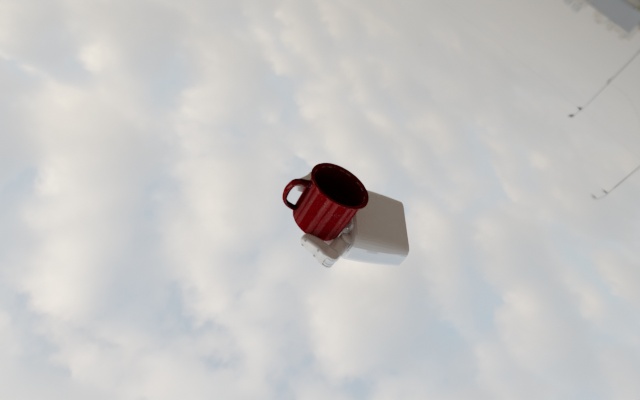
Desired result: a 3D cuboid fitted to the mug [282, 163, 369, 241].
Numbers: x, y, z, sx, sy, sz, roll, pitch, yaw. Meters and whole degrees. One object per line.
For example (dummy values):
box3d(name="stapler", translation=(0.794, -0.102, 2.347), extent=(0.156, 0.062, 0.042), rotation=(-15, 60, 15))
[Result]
box3d(name="mug", translation=(-0.001, 0.002, 0.695), extent=(0.117, 0.093, 0.081), rotation=(15, -51, -24))
